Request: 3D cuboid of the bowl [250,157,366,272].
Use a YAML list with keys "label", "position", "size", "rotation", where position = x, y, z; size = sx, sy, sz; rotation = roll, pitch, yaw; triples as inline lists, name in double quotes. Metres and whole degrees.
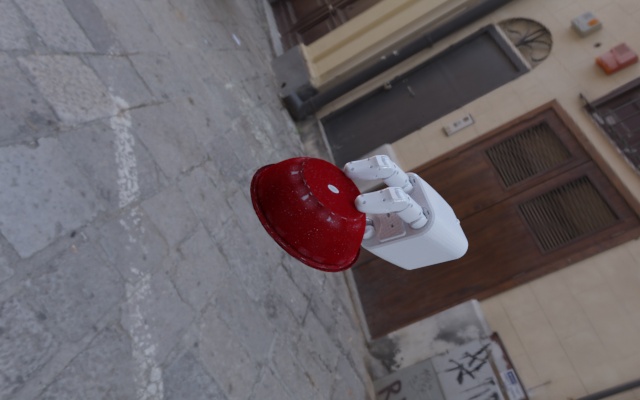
- label: "bowl"
  position: [-0.001, 0.001, 0.559]
  size: [0.162, 0.162, 0.055]
  rotation: [0, -38, -48]
